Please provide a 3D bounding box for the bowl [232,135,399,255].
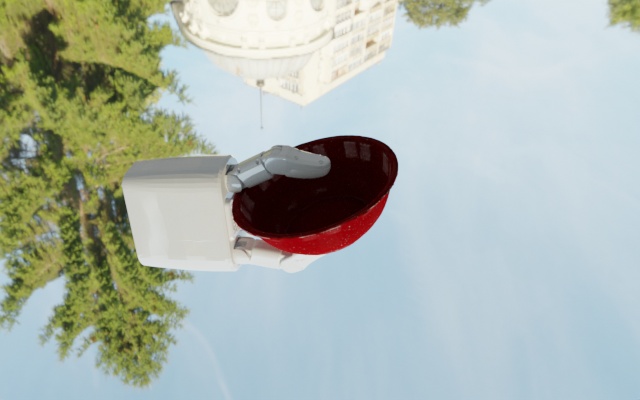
[{"bbox_3d":[0.001,0.002,0.458,0.162,0.055,0.162,-14,33,10],"label":"bowl"}]
